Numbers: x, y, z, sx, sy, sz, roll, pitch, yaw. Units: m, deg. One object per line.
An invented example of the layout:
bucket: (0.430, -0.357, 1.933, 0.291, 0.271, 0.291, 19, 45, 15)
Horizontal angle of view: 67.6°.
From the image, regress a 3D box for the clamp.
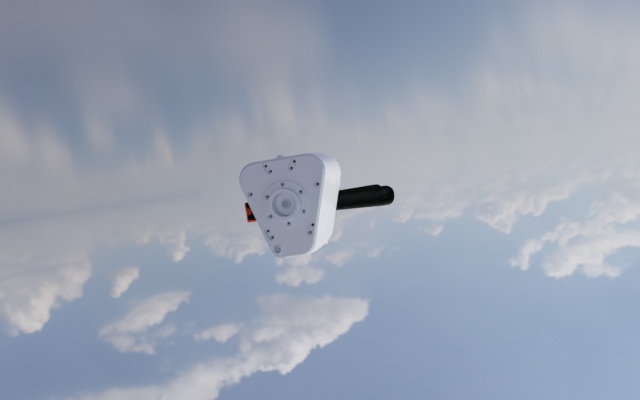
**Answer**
clamp: (0.000, 0.003, 0.681, 0.210, 0.036, 0.164, -8, 1, 9)
